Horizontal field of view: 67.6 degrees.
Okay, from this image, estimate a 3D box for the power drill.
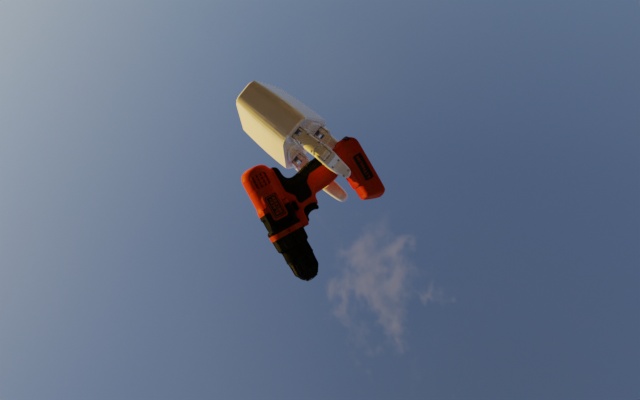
[{"bbox_3d":[0.000,0.002,0.715,0.187,0.184,0.057,-29,1,-17],"label":"power drill"}]
